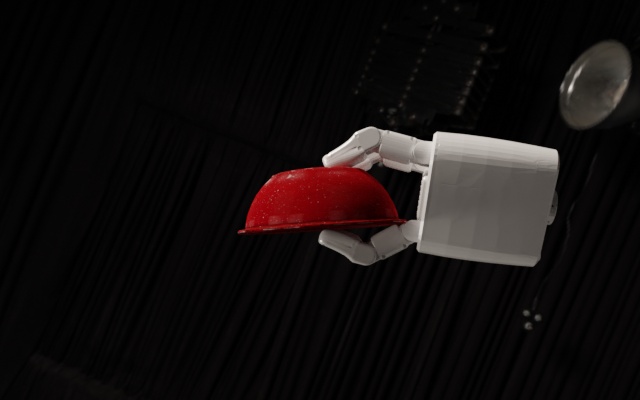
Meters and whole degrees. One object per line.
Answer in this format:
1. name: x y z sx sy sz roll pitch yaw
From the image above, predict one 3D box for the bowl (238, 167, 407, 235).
1. bowl: -0.001 0.001 0.463 0.162 0.055 0.162 -4 -5 0
